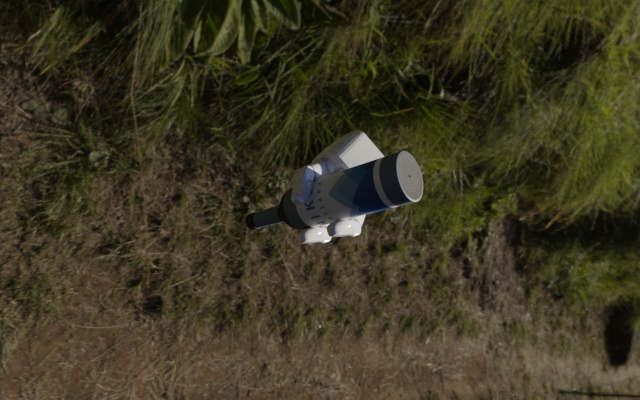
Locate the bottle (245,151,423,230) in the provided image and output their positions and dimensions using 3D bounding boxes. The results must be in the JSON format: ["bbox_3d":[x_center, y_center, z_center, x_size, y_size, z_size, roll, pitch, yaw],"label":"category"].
[{"bbox_3d":[0.000,0.002,0.686,0.296,0.069,0.069,-16,-10,37],"label":"bottle"}]
